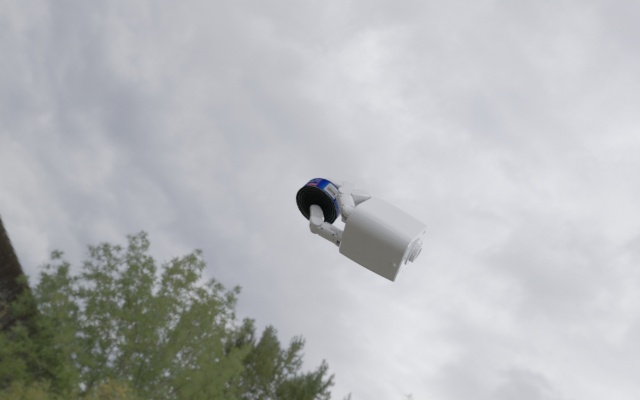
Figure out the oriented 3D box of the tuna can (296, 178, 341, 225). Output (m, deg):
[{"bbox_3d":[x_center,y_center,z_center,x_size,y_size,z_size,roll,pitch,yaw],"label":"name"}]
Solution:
[{"bbox_3d":[0.000,0.002,0.856,0.086,0.086,0.033,0,31,37],"label":"tuna can"}]
